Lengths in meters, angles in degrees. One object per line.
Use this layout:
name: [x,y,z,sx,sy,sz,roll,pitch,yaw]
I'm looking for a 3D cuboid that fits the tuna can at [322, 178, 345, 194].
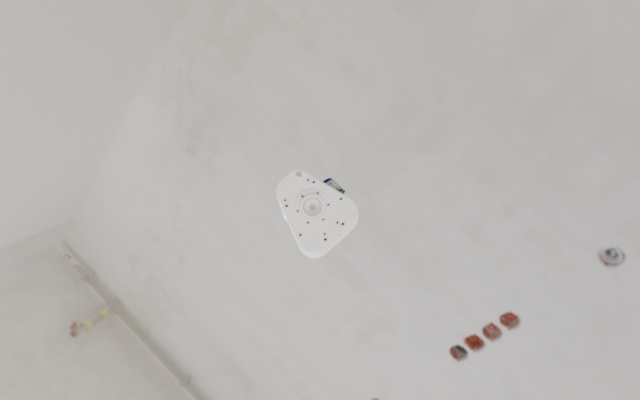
tuna can: [0.000,0.002,0.808,0.033,0.086,0.086,45,10,10]
